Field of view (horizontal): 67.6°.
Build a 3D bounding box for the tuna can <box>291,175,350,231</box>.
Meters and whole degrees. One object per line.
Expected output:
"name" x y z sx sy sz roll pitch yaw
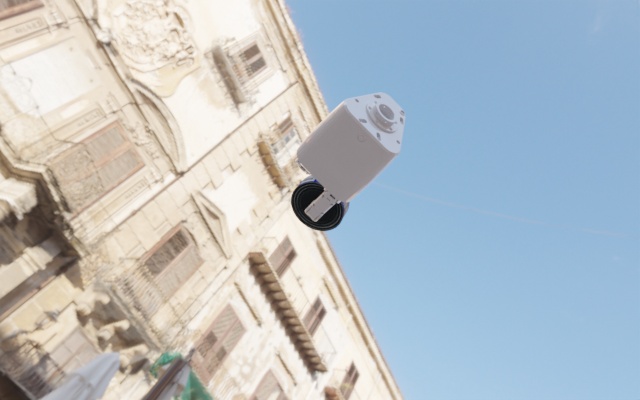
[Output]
"tuna can" 0.000 0.002 0.728 0.086 0.086 0.033 0 30 26
